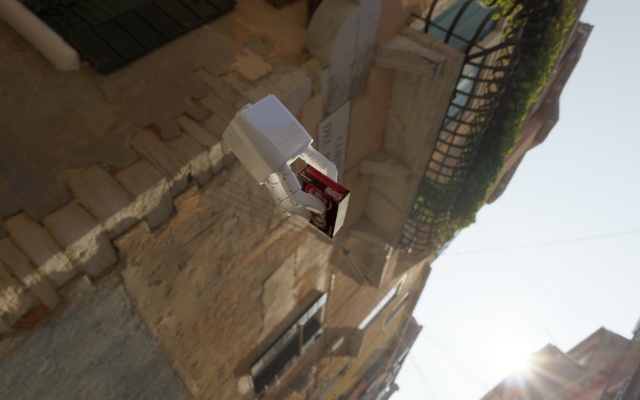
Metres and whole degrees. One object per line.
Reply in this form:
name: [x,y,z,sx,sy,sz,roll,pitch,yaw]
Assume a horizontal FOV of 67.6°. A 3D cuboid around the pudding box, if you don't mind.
pudding box: [0.000,0.003,0.815,0.090,0.039,0.114,36,-28,19]
